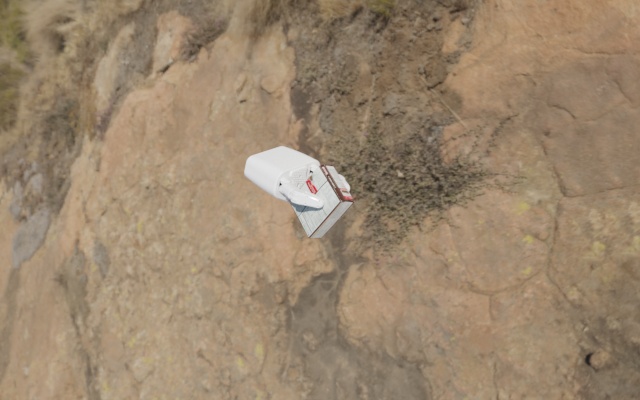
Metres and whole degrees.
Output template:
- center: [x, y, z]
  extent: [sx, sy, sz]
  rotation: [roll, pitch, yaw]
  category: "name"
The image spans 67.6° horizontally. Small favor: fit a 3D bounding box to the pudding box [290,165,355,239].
- center: [0.000, 0.003, 0.878]
  extent: [0.039, 0.090, 0.113]
  rotation: [-2, -38, -43]
  category: "pudding box"
